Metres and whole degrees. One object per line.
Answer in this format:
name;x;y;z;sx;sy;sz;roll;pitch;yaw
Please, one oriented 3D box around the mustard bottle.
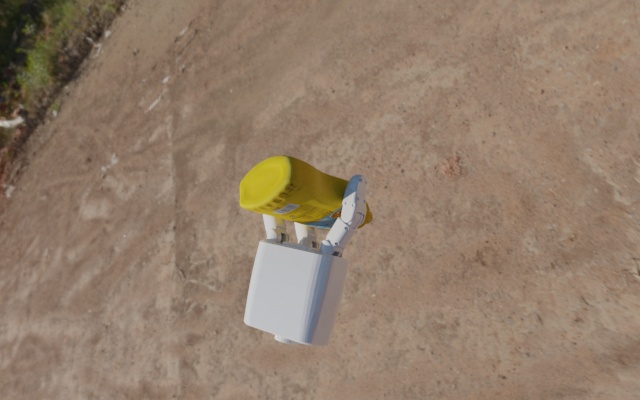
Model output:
mustard bottle;0.000;0.002;0.605;0.096;0.058;0.192;-26;-32;38
